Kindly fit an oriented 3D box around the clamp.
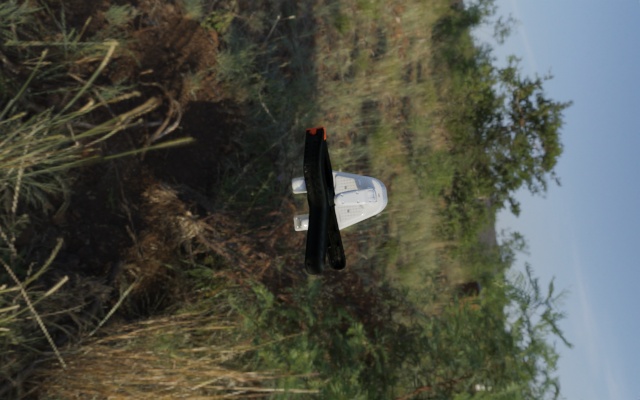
[{"bbox_3d":[0.001,0.001,0.651,0.036,0.210,0.164,-7,-1,12],"label":"clamp"}]
